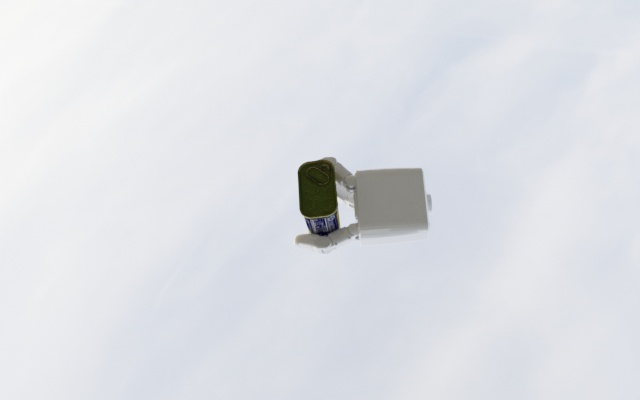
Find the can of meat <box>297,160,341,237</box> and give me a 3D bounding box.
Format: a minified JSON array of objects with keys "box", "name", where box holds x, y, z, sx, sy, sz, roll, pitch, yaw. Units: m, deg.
[{"box":[0.000,0.003,0.743,0.057,0.102,0.084,-7,-32,4],"name":"can of meat"}]
